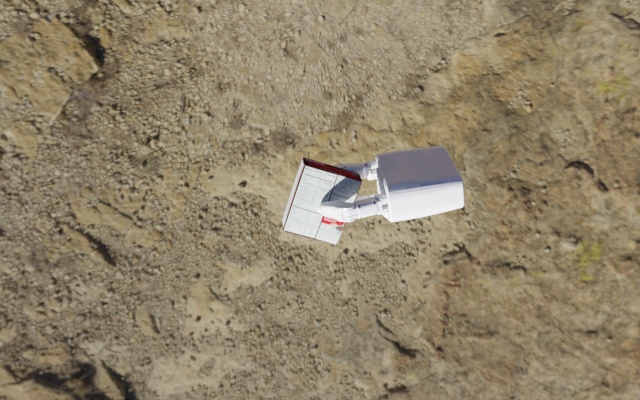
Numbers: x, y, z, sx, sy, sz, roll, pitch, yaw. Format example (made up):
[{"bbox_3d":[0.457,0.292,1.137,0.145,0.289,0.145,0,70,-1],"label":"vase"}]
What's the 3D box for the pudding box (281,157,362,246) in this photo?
[{"bbox_3d":[0.000,0.002,0.703,0.090,0.113,0.039,16,19,-10],"label":"pudding box"}]
